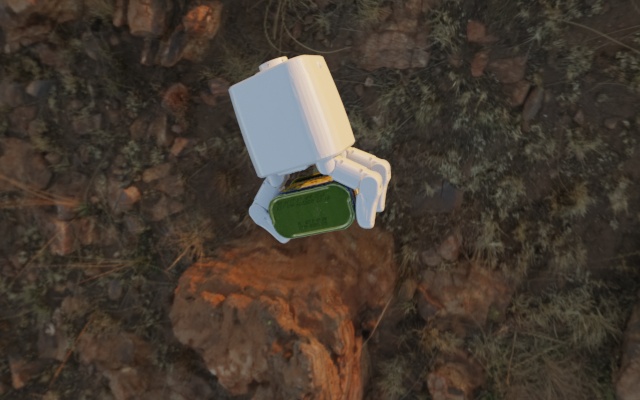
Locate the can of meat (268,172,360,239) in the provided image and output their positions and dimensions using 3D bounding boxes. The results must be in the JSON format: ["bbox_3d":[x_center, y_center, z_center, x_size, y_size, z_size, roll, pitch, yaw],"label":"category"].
[{"bbox_3d":[0.000,0.002,0.550,0.102,0.057,0.084,-13,12,19],"label":"can of meat"}]
